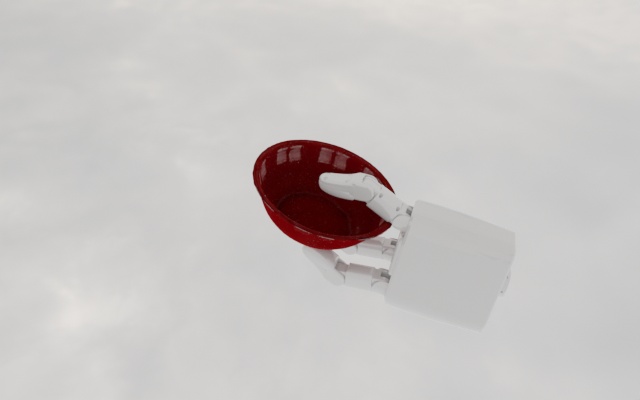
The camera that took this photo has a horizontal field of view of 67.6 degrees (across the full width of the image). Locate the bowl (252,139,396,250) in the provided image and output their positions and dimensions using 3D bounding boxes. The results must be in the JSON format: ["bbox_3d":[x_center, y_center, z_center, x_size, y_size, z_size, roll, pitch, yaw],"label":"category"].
[{"bbox_3d":[-0.001,0.001,0.526,0.162,0.055,0.162,13,40,-11],"label":"bowl"}]
